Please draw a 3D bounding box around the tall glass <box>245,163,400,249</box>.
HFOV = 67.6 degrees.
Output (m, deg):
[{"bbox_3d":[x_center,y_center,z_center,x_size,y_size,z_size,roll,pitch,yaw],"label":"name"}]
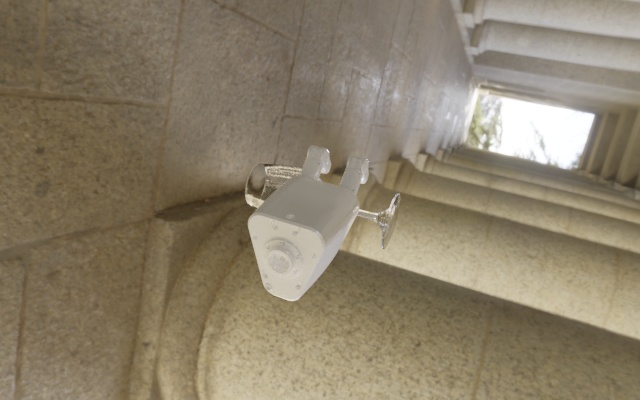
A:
[{"bbox_3d":[0.001,0.002,0.645,0.201,0.079,0.079,15,5,18],"label":"tall glass"}]
